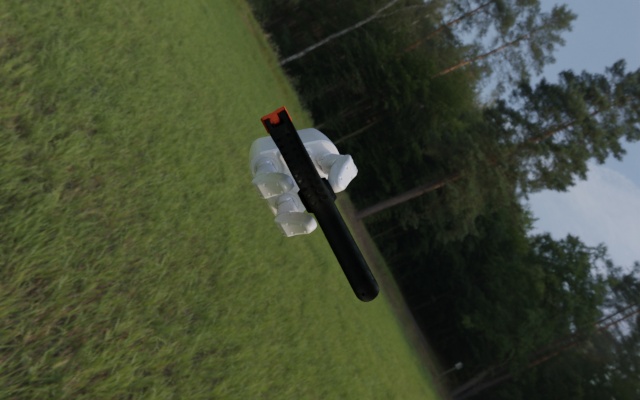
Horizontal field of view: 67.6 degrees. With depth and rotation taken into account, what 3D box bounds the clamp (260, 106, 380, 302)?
[{"bbox_3d":[0.001,0.001,0.510,0.036,0.210,0.164,-28,22,-1],"label":"clamp"}]
